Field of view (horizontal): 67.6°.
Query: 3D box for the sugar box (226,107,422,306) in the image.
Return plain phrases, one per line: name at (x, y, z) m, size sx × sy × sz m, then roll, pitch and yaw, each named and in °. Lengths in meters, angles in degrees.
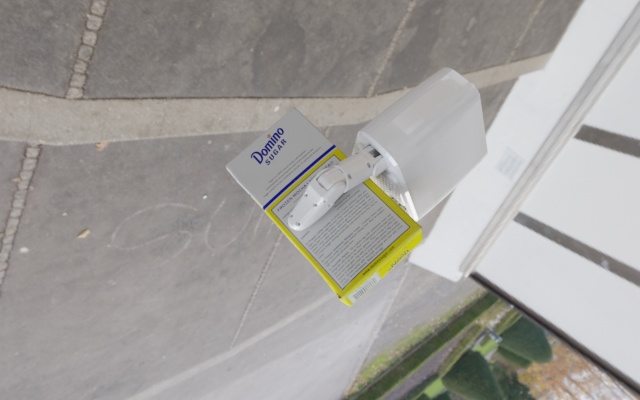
sugar box at (0.000, 0.002, 0.448) m, size 0.093 × 0.176 × 0.048 m, roll -41°, pitch -26°, yaw -5°
